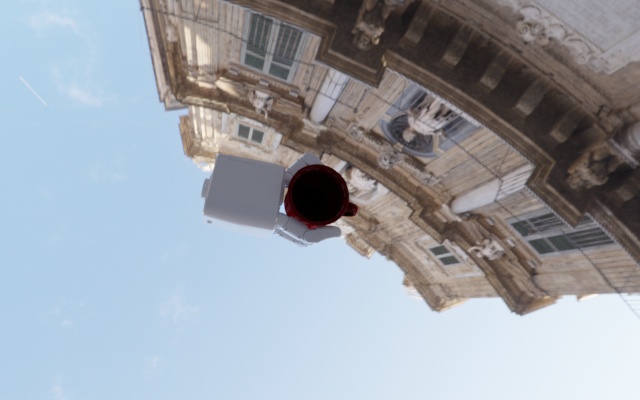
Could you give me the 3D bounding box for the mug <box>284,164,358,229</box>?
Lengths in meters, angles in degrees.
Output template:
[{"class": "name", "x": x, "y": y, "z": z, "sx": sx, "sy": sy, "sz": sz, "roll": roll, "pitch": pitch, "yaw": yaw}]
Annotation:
[{"class": "mug", "x": 0.001, "y": 0.003, "z": 0.738, "sx": 0.117, "sy": 0.093, "sz": 0.081, "roll": 14, "pitch": -15, "yaw": -10}]
